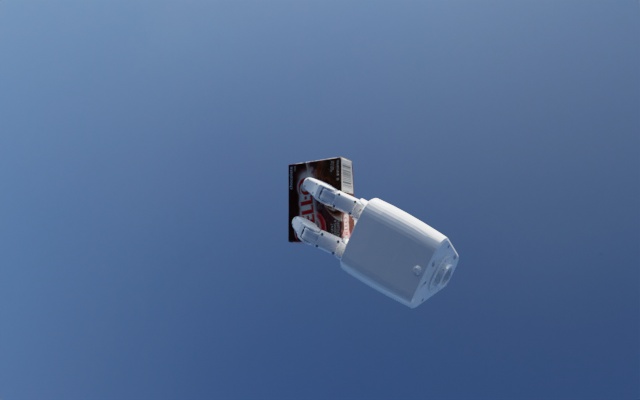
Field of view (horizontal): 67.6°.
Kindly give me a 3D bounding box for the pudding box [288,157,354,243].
[{"bbox_3d":[0.000,0.002,0.657,0.090,0.113,0.039,-5,-10,34],"label":"pudding box"}]
